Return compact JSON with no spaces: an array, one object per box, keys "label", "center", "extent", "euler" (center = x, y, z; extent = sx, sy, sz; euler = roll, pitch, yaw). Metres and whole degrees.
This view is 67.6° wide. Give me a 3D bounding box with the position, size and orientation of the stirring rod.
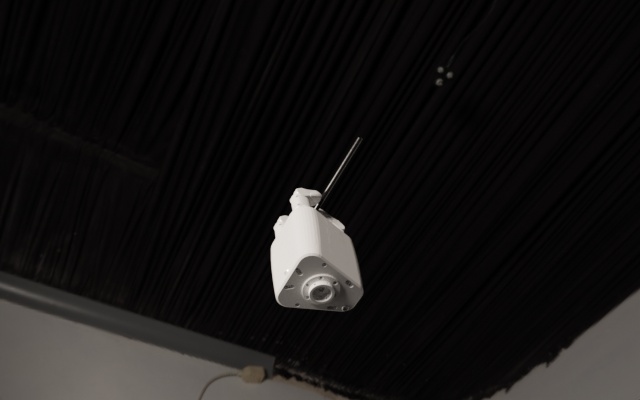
[{"label":"stirring rod","center":[0.000,0.003,0.743],"extent":[0.011,0.240,0.011],"euler":[26,25,-13]}]
